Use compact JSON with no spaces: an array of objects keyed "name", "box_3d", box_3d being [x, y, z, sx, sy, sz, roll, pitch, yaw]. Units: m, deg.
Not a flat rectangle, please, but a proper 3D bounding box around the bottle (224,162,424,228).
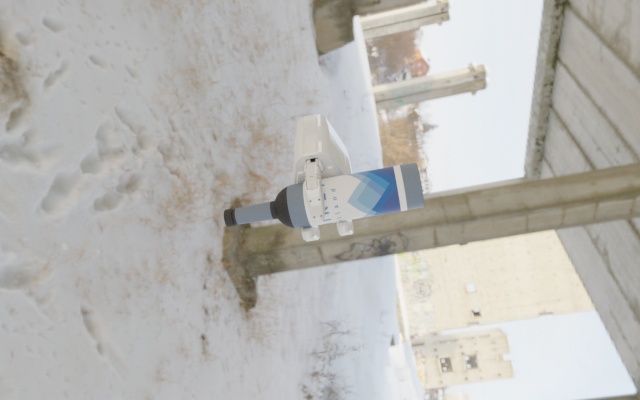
[{"name":"bottle","box_3d":[0.000,0.002,0.710,0.296,0.069,0.069,-10,-1,8]}]
